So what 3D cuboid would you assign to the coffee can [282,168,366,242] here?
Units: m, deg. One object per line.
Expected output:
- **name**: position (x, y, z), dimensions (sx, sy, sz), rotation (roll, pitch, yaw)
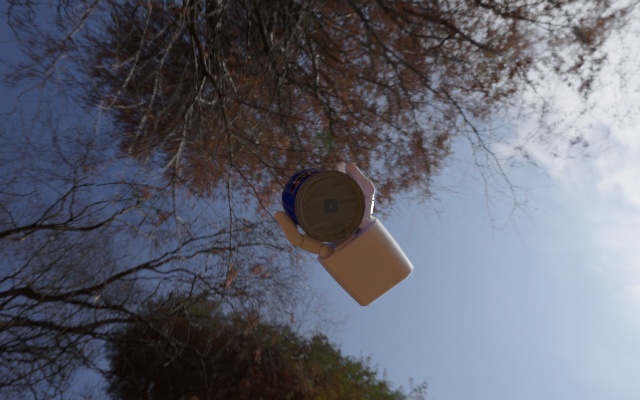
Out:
- **coffee can**: position (0.000, 0.002, 0.739), dimensions (0.103, 0.103, 0.140), rotation (0, 5, -13)
